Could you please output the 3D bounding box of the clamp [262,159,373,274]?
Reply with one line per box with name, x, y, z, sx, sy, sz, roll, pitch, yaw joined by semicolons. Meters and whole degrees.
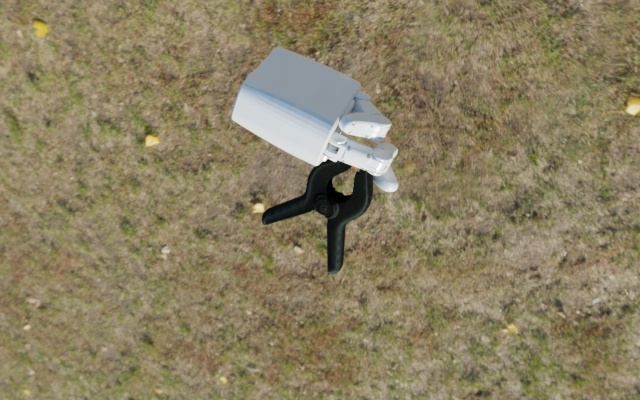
clamp;0.000;0.002;0.572;0.120;0.171;0.039;26;30;1
